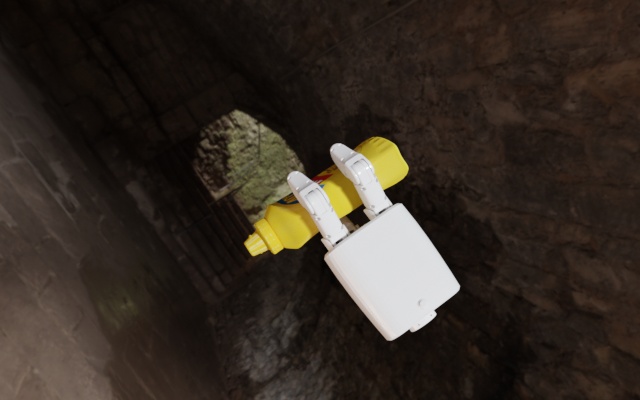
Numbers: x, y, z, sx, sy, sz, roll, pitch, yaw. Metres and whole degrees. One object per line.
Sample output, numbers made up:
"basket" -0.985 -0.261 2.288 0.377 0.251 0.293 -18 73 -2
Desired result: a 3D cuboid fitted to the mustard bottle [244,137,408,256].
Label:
"mustard bottle" 0.000 0.001 0.535 0.191 0.058 0.096 -34 13 -10
